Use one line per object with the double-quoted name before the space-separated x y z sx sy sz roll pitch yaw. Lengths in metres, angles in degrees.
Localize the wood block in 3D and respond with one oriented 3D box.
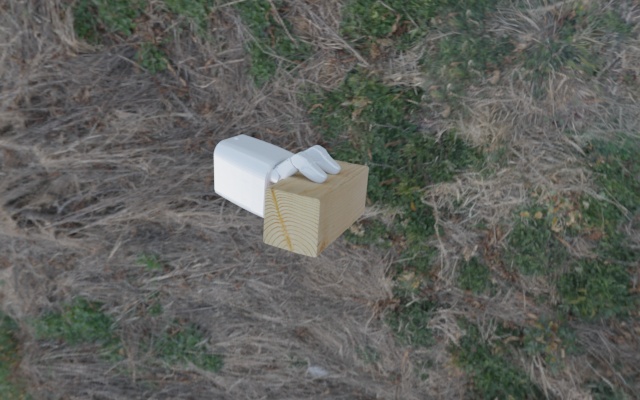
"wood block" 0.000 0.003 0.768 0.090 0.091 0.206 13 22 21
